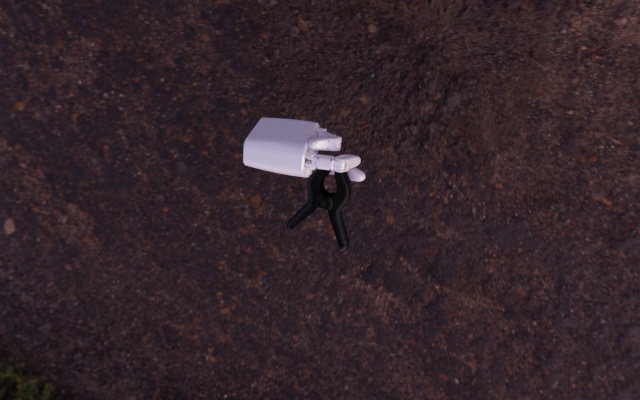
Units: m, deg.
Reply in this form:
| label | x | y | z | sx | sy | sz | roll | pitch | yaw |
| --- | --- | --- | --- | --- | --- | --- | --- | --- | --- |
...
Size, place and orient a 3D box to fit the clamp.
| label | x | y | z | sx | sy | sz | roll | pitch | yaw |
| --- | --- | --- | --- | --- | --- | --- | --- | --- | --- |
| clamp | 0.000 | 0.003 | 0.845 | 0.120 | 0.171 | 0.039 | 9 | 20 | 10 |
